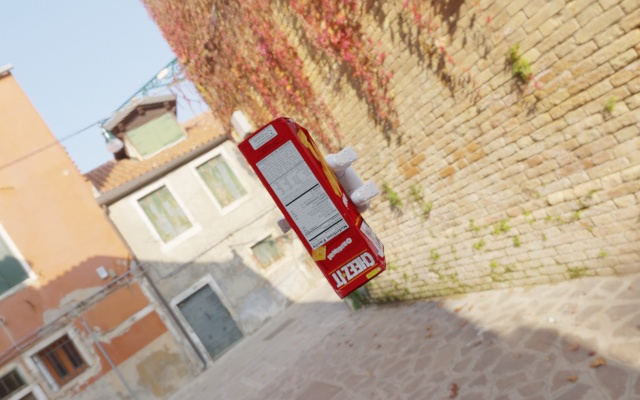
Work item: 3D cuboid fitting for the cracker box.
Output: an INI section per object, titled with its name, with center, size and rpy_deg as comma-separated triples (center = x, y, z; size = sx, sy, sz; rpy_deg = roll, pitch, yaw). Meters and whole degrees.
[cracker box]
center = 0.000, 0.002, 0.612
size = 0.072, 0.213, 0.164
rpy_deg = -35, -1, 8
